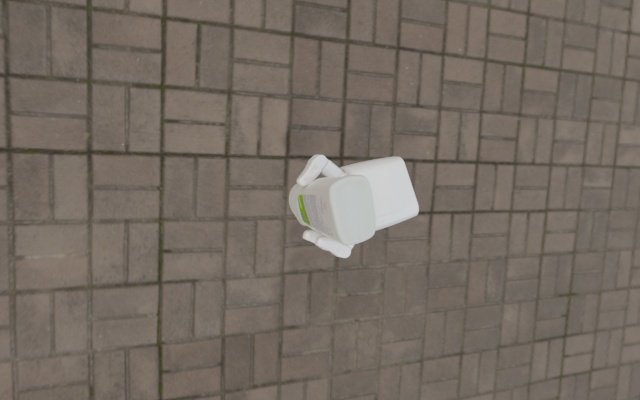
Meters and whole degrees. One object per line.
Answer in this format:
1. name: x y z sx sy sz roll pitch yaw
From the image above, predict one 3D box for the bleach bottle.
1. bleach bottle: 0.000 0.003 0.784 0.068 0.102 0.251 -15 12 -20
